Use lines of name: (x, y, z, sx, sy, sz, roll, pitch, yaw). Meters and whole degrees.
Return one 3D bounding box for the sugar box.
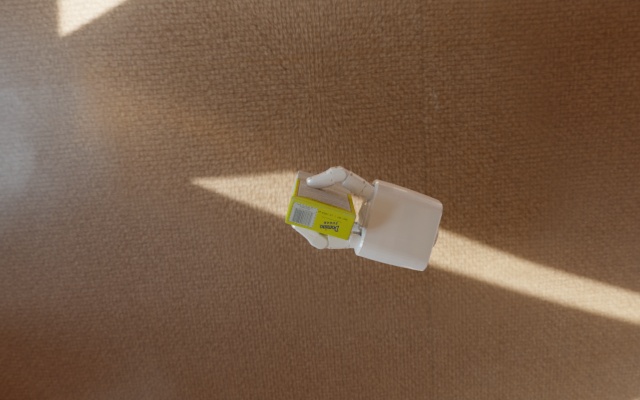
sugar box: (0.000, 0.003, 0.728, 0.093, 0.048, 0.176, 17, 12, -4)
